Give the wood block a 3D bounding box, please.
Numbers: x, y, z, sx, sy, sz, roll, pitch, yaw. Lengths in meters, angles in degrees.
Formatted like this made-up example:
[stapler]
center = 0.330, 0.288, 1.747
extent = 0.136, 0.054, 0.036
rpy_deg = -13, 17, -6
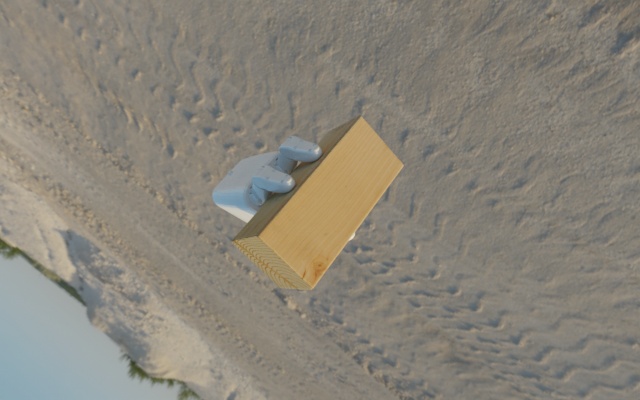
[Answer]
[wood block]
center = 0.000, 0.002, 0.596
extent = 0.091, 0.206, 0.090
rpy_deg = 46, -27, -15
